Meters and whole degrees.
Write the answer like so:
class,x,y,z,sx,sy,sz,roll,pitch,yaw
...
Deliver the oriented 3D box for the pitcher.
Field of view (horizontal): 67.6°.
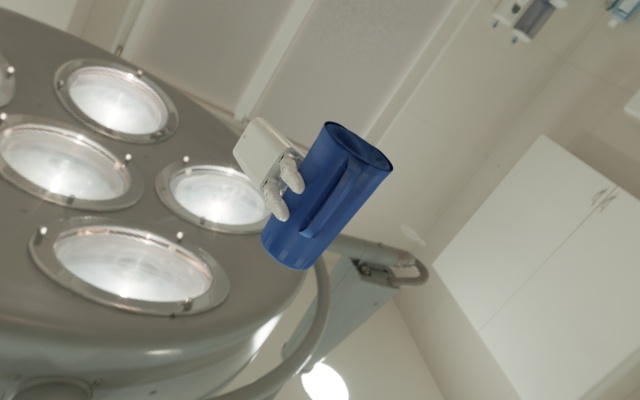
class,x,y,z,sx,sy,sz,roll,pitch,yaw
pitcher,0.000,0.002,0.795,0.149,0.243,0.145,7,35,-50
